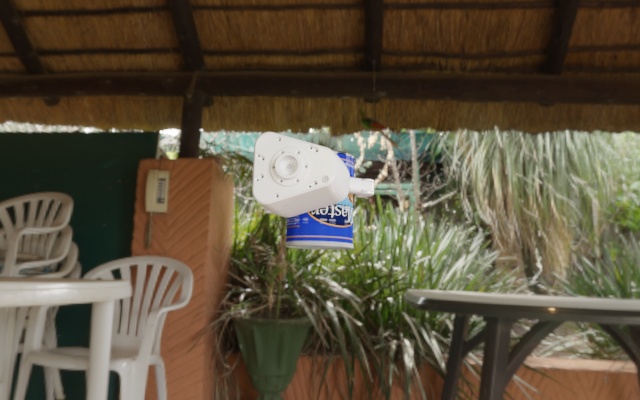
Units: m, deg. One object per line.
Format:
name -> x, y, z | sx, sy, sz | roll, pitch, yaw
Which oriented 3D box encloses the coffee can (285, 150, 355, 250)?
coffee can -> 0.000, 0.003, 0.729 | 0.103, 0.140, 0.103 | 2, -8, 0
